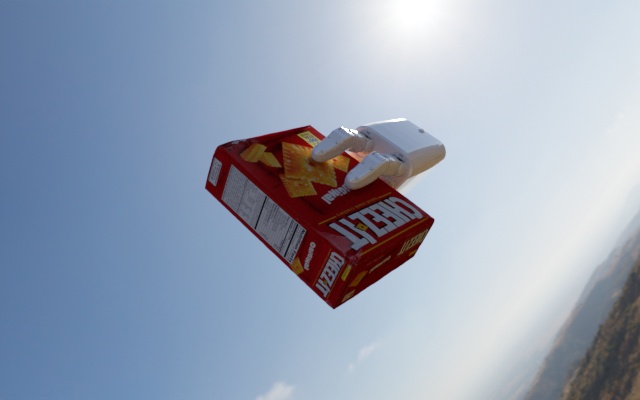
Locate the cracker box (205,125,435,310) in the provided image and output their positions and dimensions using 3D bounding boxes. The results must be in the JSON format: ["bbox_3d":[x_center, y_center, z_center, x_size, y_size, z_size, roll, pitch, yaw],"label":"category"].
[{"bbox_3d":[0.000,0.002,0.552,0.213,0.072,0.164,39,36,25],"label":"cracker box"}]
